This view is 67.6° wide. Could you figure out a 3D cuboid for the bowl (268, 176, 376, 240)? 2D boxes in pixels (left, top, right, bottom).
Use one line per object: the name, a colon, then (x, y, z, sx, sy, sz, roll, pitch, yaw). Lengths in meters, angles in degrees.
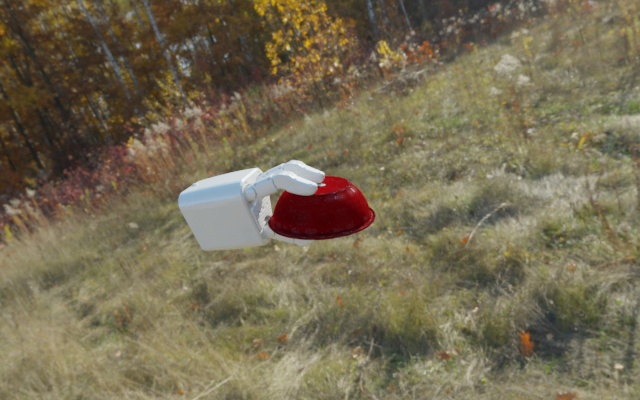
bowl: (0.001, 0.002, 0.708, 0.162, 0.055, 0.162, -4, 19, 1)
